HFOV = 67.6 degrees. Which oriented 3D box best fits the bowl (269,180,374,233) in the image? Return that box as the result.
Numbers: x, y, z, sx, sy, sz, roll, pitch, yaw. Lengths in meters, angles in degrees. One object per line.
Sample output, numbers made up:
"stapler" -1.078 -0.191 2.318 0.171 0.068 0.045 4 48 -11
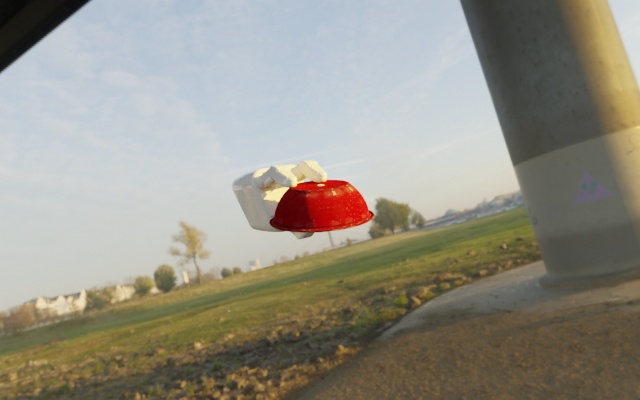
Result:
"bowl" 0.001 0.002 0.729 0.162 0.055 0.162 -4 11 1
